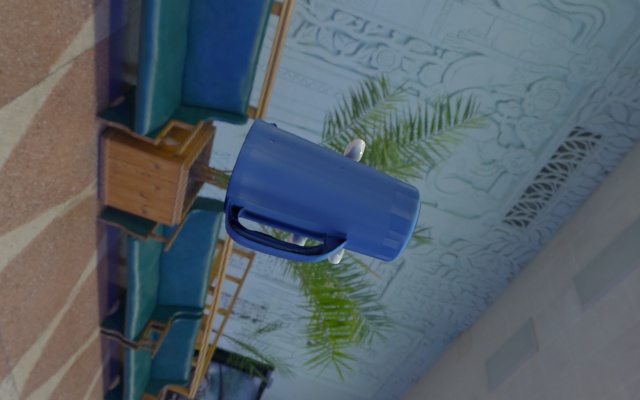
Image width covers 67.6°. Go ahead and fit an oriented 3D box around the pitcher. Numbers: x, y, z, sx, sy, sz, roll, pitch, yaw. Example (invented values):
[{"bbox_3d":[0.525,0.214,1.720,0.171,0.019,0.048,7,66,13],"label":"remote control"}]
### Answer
[{"bbox_3d":[0.000,0.002,0.630,0.243,0.149,0.145,20,9,-3],"label":"pitcher"}]
